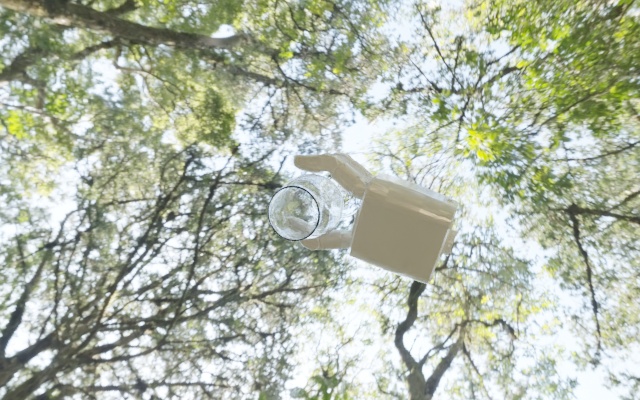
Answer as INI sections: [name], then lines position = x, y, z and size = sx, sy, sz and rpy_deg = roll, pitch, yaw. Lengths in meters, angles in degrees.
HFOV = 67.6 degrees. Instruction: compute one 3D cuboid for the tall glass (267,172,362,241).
[tall glass]
position = 0.000, 0.002, 0.615
size = 0.079, 0.079, 0.201
rpy_deg = 0, 7, 18
